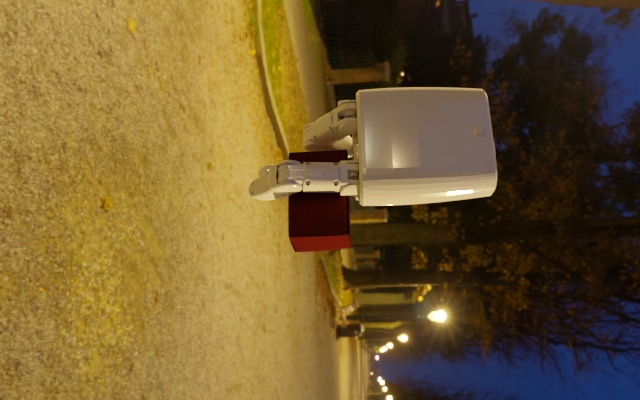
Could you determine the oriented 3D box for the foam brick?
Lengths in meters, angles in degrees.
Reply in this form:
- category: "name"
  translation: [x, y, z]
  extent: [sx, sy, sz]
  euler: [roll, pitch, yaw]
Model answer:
- category: "foam brick"
  translation: [0.000, 0.002, 0.417]
  extent: [0.051, 0.078, 0.053]
  euler: [-2, -18, 3]
